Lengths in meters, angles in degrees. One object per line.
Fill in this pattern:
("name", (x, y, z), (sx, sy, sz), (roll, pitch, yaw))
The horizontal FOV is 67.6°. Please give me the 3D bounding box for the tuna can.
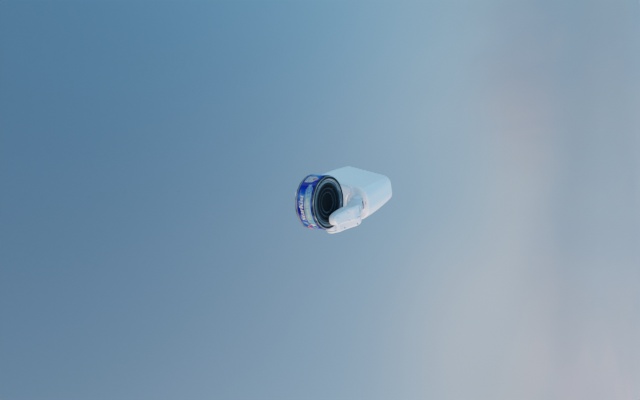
("tuna can", (0.001, 0.002, 0.741), (0.034, 0.086, 0.086), (3, 2, 36))
